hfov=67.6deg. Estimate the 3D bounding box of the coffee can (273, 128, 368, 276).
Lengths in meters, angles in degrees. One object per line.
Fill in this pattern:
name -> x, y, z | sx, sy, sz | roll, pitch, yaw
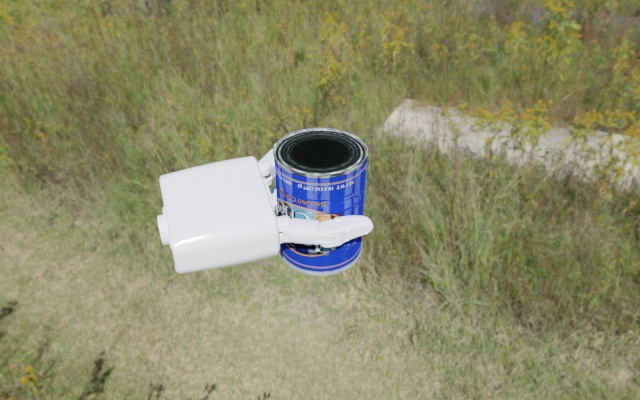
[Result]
coffee can -> 0.000, 0.002, 0.552 | 0.103, 0.140, 0.102 | 0, 36, 0
